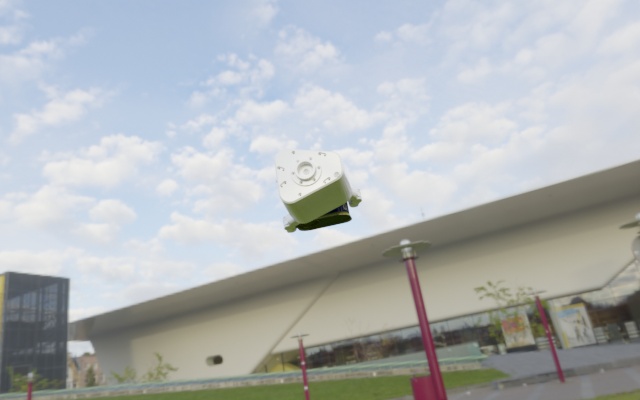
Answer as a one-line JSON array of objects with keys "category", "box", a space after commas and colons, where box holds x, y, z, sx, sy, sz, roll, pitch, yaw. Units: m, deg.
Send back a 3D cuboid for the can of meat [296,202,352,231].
[{"category": "can of meat", "box": [0.000, 0.003, 0.883, 0.102, 0.084, 0.057, -13, -19, 10]}]
